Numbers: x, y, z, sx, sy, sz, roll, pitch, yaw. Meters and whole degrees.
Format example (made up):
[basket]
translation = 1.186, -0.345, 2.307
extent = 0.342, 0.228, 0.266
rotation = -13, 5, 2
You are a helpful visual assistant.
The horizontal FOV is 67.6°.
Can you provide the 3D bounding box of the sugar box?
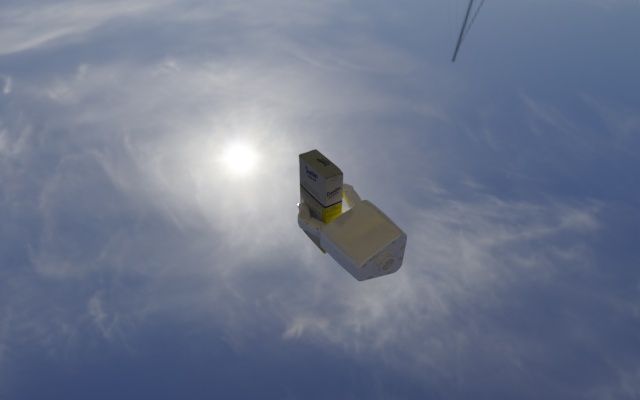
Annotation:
[sugar box]
translation = 0.001, 0.003, 0.890
extent = 0.048, 0.176, 0.093
rotation = -19, 43, -27
